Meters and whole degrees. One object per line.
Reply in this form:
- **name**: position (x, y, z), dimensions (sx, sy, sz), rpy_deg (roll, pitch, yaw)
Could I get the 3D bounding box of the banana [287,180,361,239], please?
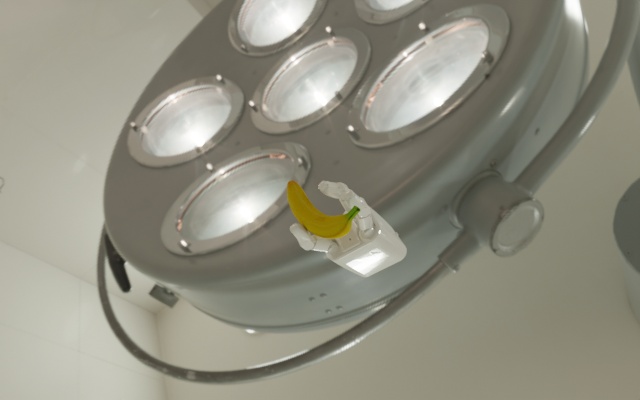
- **banana**: position (-0.006, 0.020, 0.798), dimensions (0.037, 0.069, 0.197), rpy_deg (27, -3, -40)
